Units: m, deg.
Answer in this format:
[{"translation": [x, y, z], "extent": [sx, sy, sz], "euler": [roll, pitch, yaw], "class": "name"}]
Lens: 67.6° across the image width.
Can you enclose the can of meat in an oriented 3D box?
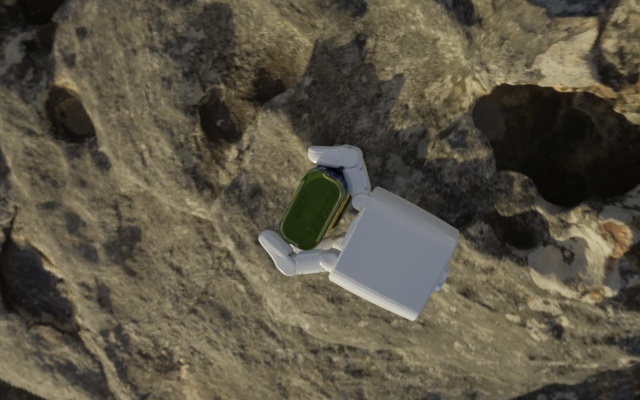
[{"translation": [0.000, 0.002, 0.566], "extent": [0.057, 0.102, 0.084], "euler": [30, 22, 7], "class": "can of meat"}]
